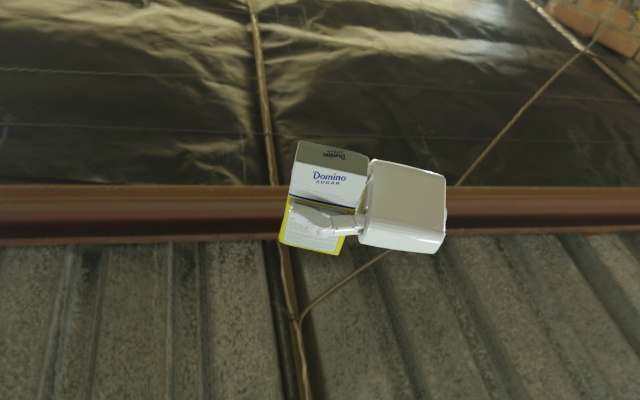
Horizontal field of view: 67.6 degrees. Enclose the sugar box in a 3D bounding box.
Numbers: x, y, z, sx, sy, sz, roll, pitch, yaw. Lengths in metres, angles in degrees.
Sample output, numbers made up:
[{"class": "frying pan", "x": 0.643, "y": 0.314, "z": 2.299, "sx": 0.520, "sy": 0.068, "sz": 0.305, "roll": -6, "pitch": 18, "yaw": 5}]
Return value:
[{"class": "sugar box", "x": 0.000, "y": 0.002, "z": 0.652, "sx": 0.093, "sy": 0.048, "sz": 0.176, "roll": 13, "pitch": -43, "yaw": -4}]
